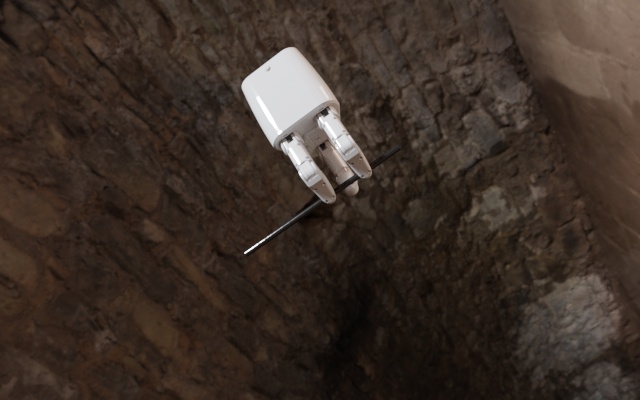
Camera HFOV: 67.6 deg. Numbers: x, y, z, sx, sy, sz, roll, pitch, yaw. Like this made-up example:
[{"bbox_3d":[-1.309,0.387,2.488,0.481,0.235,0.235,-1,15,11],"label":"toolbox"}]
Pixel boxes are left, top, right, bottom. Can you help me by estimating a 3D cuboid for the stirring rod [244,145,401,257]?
[{"bbox_3d":[0.000,0.002,0.610,0.239,0.011,0.011,-35,-6,8],"label":"stirring rod"}]
